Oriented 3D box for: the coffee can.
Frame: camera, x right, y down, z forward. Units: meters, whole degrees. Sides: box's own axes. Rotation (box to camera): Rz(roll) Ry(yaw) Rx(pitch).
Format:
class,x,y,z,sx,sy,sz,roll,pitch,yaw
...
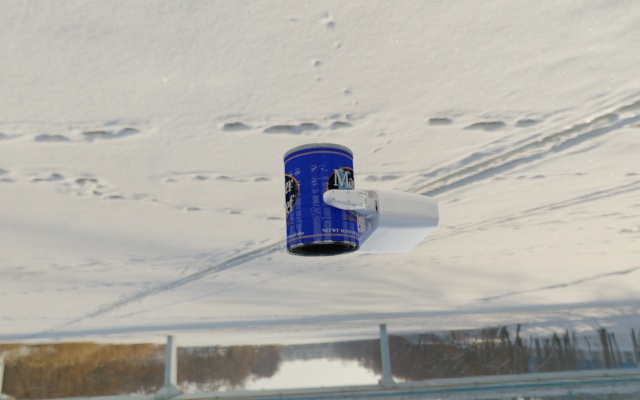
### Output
class,x,y,z,sx,sy,sz,roll,pitch,yaw
coffee can,0.000,0.002,0.678,0.103,0.140,0.103,-3,-16,-1
